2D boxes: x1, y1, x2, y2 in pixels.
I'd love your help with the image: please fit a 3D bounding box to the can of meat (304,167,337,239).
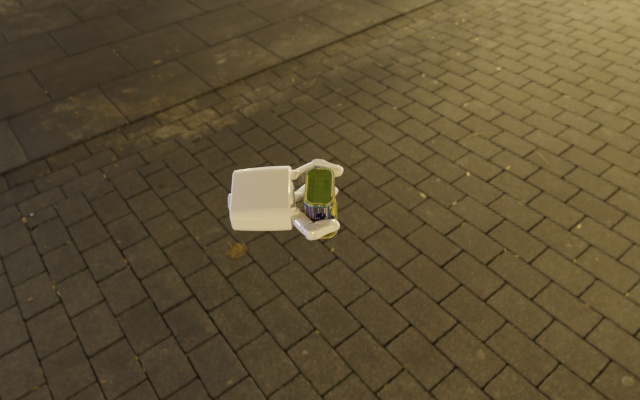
[{"bbox_3d":[0.000,0.003,0.856,0.057,0.084,0.102,-1,44,3],"label":"can of meat"}]
